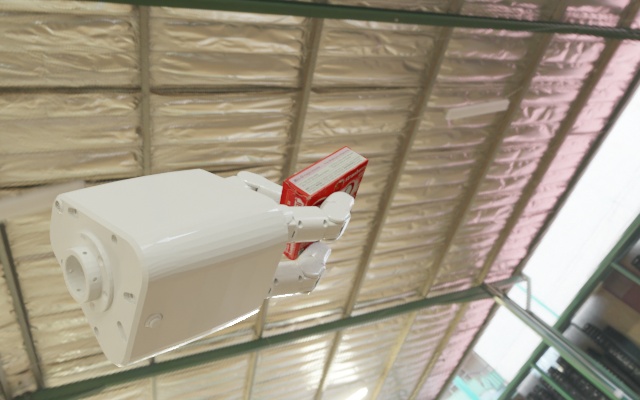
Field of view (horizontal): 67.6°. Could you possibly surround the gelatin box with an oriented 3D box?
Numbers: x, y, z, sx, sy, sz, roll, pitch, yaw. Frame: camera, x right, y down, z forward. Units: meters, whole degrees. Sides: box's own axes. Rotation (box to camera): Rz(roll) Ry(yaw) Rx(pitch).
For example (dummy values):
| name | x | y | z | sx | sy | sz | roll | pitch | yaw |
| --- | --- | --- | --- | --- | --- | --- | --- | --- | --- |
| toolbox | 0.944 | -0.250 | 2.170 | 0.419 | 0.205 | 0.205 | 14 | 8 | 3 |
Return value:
| name | x | y | z | sx | sy | sz | roll | pitch | yaw |
| --- | --- | --- | --- | --- | --- | --- | --- | --- | --- |
| gelatin box | 0.000 | 0.001 | 0.421 | 0.030 | 0.073 | 0.089 | 34 | 42 | 21 |
